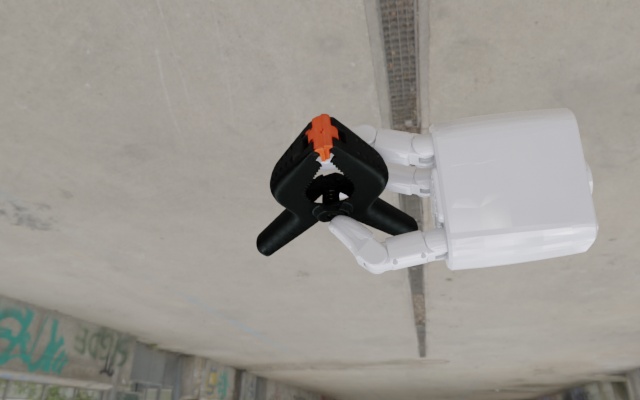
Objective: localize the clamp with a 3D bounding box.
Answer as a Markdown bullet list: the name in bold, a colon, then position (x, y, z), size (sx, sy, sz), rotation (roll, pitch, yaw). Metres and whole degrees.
- **clamp**: position (0.000, 0.002, 0.413), size (0.164, 0.036, 0.210), rotation (-10, -27, 8)
